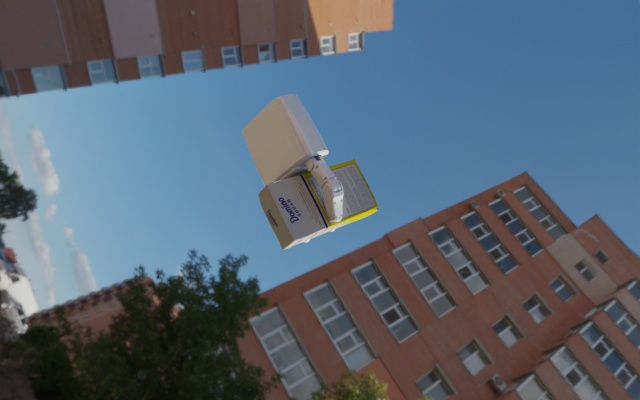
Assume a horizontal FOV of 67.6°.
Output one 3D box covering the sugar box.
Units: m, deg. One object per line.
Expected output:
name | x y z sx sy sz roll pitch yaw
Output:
sugar box | 0.000 0.002 0.730 0.176 0.093 0.048 -19 -13 -34
